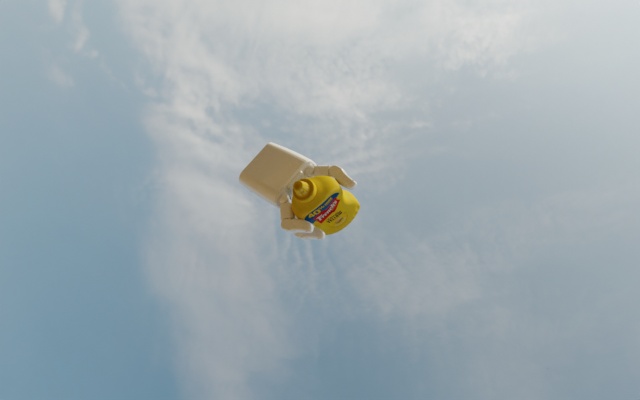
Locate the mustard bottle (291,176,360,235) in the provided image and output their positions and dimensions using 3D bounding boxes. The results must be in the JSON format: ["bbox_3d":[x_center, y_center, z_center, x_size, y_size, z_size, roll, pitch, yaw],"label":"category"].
[{"bbox_3d":[0.000,0.003,0.869,0.096,0.058,0.192,-38,-29,8],"label":"mustard bottle"}]
